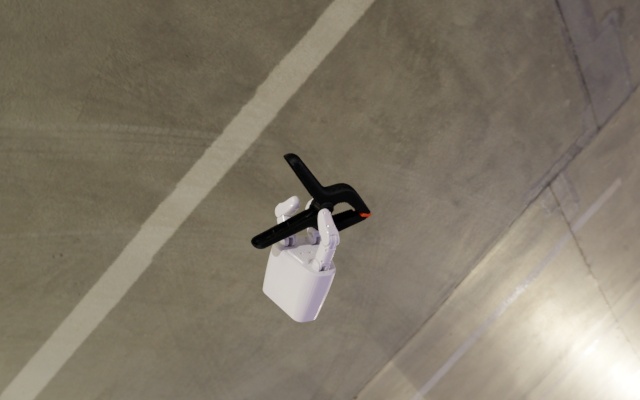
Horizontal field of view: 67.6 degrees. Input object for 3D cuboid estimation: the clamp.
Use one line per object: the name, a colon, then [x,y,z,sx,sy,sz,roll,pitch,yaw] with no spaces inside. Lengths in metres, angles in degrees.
clamp: [0.001,0.003,0.772,0.210,0.165,0.036,-1,32,-34]
